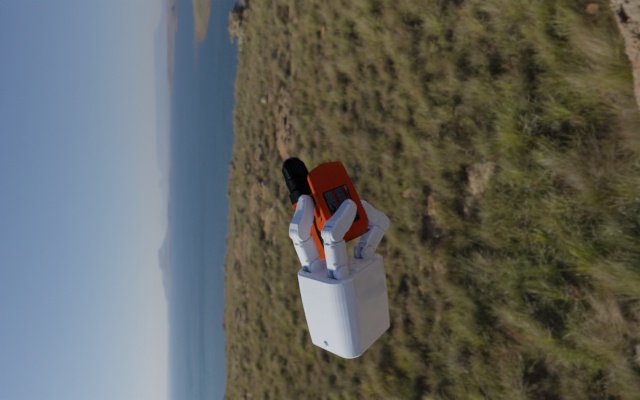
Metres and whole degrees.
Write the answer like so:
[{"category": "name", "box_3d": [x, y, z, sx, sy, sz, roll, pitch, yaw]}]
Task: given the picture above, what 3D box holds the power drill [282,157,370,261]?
[{"category": "power drill", "box_3d": [0.000, 0.002, 0.704, 0.057, 0.184, 0.188, -24, -5, -14]}]
